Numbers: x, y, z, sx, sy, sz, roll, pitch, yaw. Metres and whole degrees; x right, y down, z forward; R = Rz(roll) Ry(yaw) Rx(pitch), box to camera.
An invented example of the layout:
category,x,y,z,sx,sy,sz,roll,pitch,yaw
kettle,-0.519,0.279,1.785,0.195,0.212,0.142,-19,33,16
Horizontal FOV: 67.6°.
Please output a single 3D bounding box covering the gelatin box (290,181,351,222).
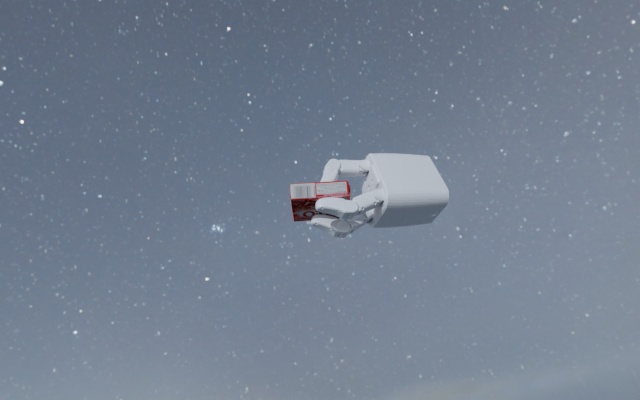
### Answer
category,x,y,z,sx,sy,sz,roll,pitch,yaw
gelatin box,0.000,0.002,0.724,0.089,0.030,0.073,-3,-29,-1
